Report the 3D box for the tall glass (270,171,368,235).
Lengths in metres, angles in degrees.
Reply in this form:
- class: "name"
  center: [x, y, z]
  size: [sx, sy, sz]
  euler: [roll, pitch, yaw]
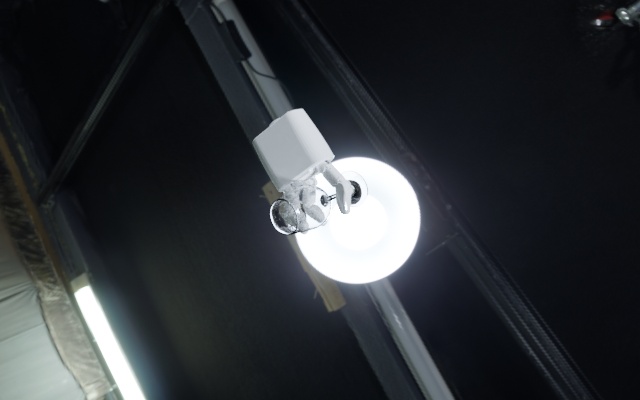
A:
- class: "tall glass"
  center: [0.001, 0.003, 0.848]
  size: [0.079, 0.079, 0.201]
  euler: [0, 15, 39]
